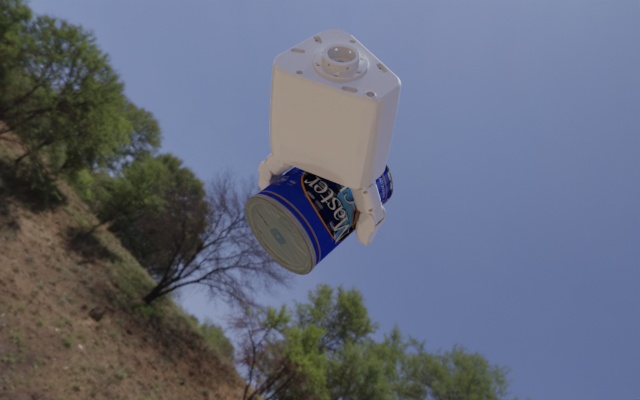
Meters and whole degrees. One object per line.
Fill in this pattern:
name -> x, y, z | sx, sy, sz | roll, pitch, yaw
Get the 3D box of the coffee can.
coffee can -> 0.000, 0.002, 0.546 | 0.140, 0.103, 0.103 | -39, 22, -31
